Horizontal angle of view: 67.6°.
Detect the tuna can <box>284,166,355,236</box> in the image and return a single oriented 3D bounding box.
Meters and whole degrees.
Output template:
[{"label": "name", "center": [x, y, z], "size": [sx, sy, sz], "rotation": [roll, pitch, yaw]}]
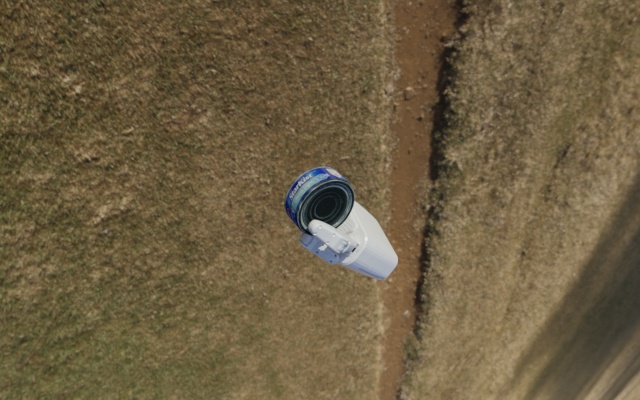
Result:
[{"label": "tuna can", "center": [0.000, 0.002, 0.601], "size": [0.086, 0.086, 0.033], "rotation": [0, 31, -35]}]
